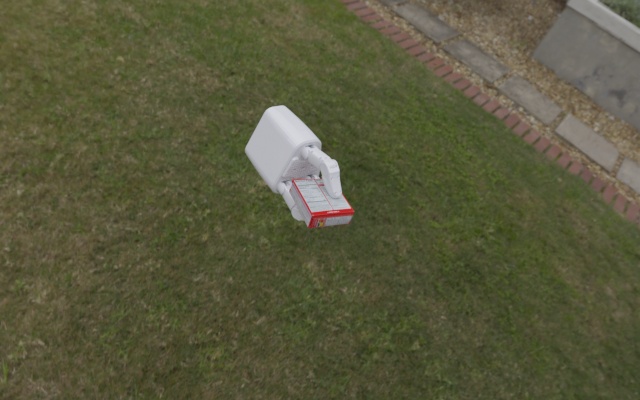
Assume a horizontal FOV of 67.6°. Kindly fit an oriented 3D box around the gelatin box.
[{"bbox_3d":[0.000,0.002,0.750,0.073,0.030,0.089,-4,42,-28],"label":"gelatin box"}]
